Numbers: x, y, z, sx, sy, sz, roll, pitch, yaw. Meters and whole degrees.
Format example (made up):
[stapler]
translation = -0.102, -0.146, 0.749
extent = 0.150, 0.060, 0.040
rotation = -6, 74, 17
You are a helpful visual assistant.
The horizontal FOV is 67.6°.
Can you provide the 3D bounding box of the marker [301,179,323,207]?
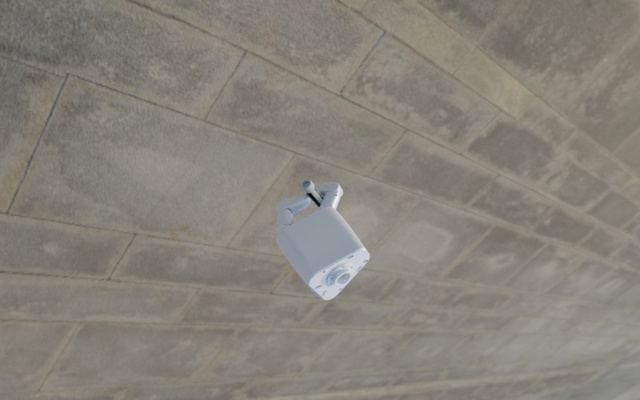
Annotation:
[marker]
translation = 0.000, 0.003, 0.826
extent = 0.020, 0.020, 0.121
rotation = 0, -30, 27
